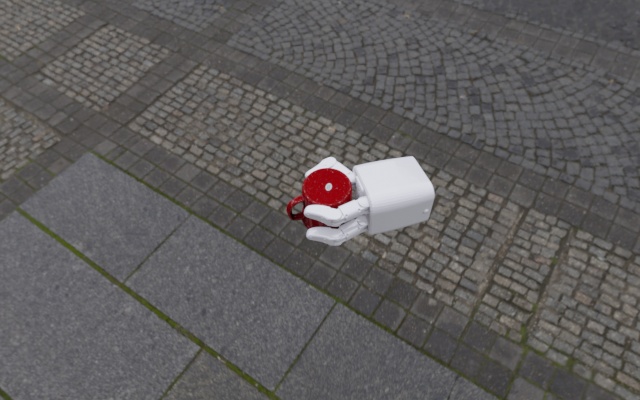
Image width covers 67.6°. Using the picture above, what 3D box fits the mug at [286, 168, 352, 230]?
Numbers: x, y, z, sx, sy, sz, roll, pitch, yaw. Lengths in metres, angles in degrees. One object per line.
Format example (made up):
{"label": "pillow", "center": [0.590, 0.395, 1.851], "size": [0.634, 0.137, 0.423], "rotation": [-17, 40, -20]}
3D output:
{"label": "mug", "center": [-0.001, 0.003, 0.795], "size": [0.117, 0.093, 0.082], "rotation": [-13, -36, -7]}
